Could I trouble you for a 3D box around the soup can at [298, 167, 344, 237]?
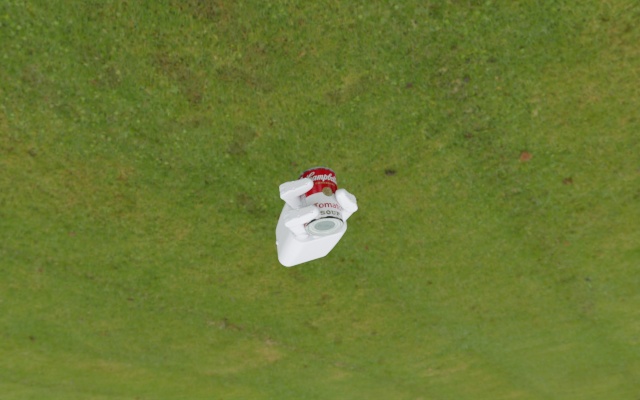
[{"bbox_3d":[0.000,0.003,0.824,0.068,0.102,0.068,-7,-31,-4],"label":"soup can"}]
